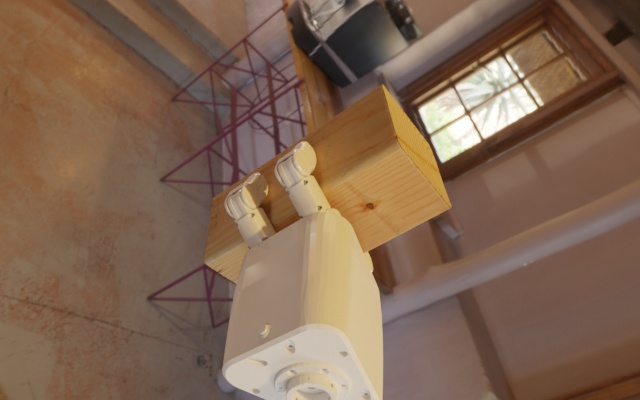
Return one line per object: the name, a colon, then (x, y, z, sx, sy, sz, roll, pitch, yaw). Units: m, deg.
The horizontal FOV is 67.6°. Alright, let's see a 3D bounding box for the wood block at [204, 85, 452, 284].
wood block: (0.000, 0.002, 0.444, 0.206, 0.090, 0.091, -30, -51, 23)
